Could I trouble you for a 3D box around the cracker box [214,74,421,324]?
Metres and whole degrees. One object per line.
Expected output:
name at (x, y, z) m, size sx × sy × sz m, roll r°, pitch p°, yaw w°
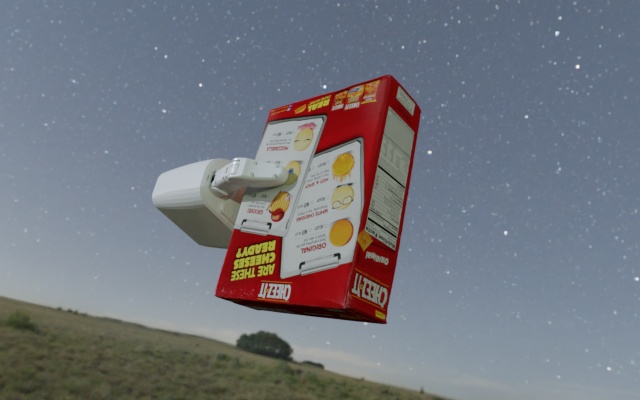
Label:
cracker box at (0.000, 0.001, 0.463) m, size 0.164 × 0.213 × 0.072 m, roll -6°, pitch -27°, yaw 42°
